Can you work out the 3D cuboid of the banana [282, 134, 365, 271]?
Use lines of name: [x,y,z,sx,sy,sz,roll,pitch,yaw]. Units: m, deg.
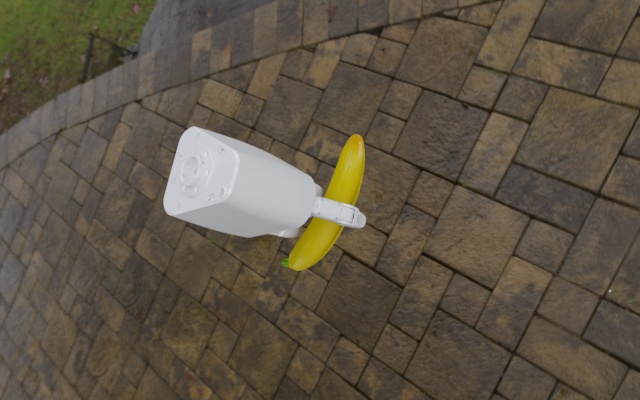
banana: [0.007,0.013,0.583,0.037,0.198,0.069,22,15,-39]
